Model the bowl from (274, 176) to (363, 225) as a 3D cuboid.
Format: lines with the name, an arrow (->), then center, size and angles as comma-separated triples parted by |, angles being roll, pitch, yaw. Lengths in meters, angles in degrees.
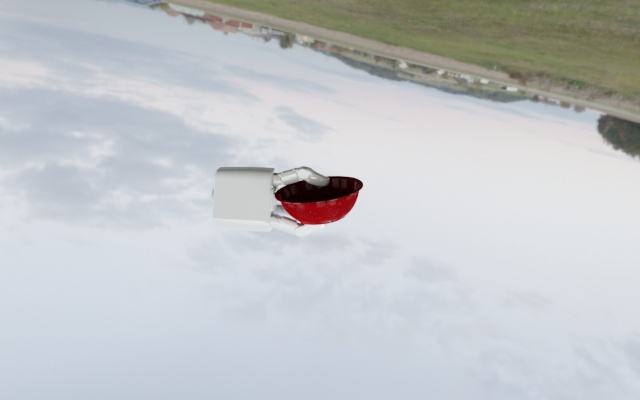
bowl -> 0.001, 0.003, 0.864 | 0.162, 0.055, 0.162 | -7, 17, 2
